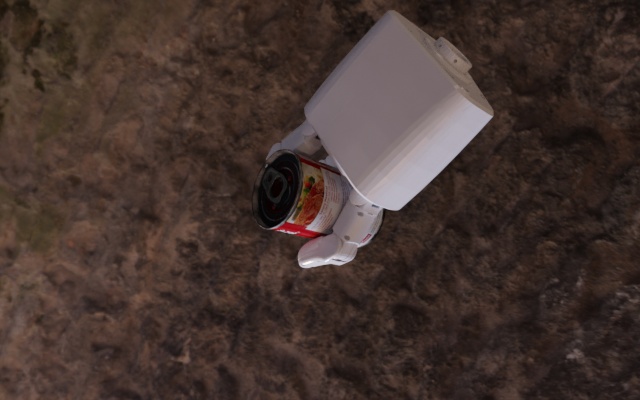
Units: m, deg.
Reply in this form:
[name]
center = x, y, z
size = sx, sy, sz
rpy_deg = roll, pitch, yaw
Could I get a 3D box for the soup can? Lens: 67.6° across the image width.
[soup can]
center = 0.000, 0.002, 0.424
size = 0.102, 0.068, 0.068
rpy_deg = 17, -11, -39
